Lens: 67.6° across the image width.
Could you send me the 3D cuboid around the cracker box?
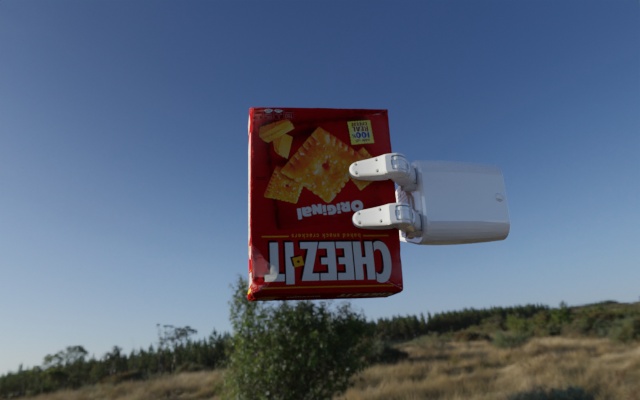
[{"bbox_3d":[0.000,0.002,0.543,0.164,0.213,0.072,0,-17,-9],"label":"cracker box"}]
